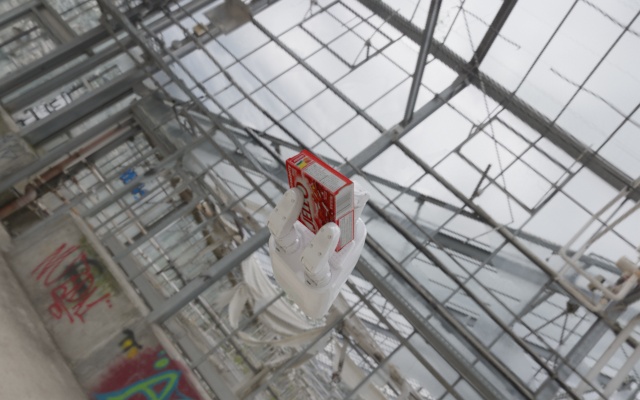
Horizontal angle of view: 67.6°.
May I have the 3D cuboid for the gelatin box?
[{"bbox_3d":[0.000,0.001,0.498,0.030,0.089,0.073,-34,53,-26],"label":"gelatin box"}]
